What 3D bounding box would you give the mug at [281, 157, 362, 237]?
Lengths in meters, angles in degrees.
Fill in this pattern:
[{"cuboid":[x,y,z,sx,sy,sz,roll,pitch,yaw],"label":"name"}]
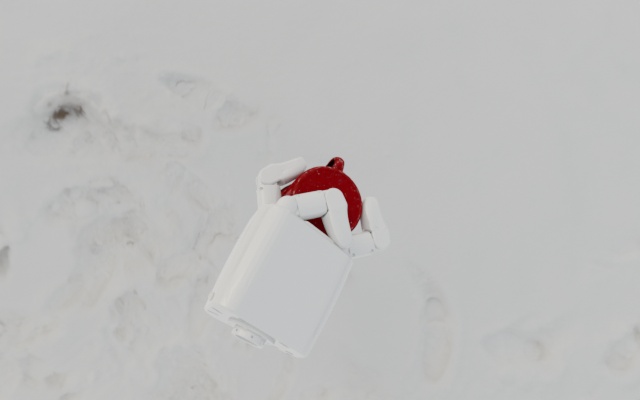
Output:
[{"cuboid":[0.001,0.001,0.539,0.093,0.117,0.081,29,-24,-9],"label":"mug"}]
